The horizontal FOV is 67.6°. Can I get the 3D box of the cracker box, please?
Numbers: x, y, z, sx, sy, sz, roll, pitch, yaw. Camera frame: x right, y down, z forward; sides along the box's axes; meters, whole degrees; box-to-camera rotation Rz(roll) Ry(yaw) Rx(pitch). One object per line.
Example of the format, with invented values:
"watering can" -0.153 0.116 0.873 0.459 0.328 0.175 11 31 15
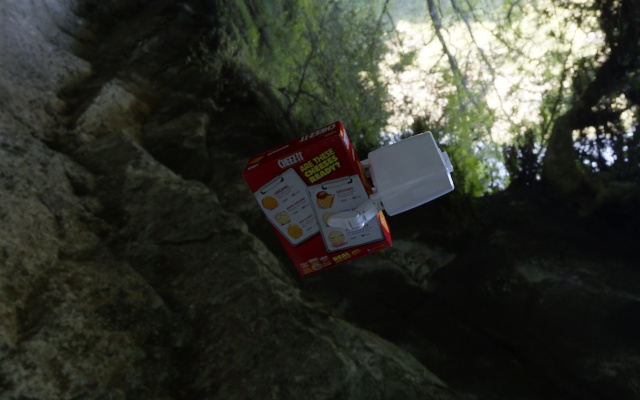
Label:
"cracker box" 0.000 0.003 0.768 0.164 0.214 0.072 -21 26 13
